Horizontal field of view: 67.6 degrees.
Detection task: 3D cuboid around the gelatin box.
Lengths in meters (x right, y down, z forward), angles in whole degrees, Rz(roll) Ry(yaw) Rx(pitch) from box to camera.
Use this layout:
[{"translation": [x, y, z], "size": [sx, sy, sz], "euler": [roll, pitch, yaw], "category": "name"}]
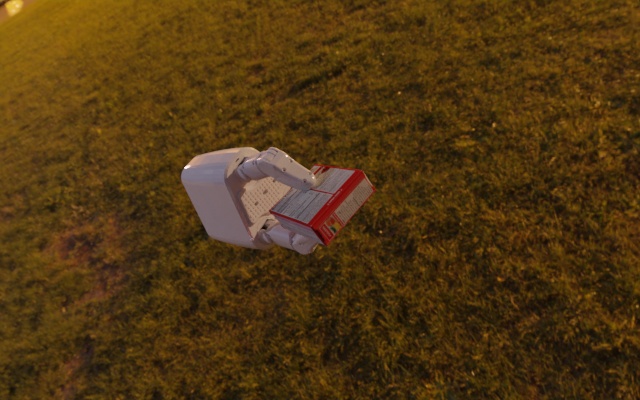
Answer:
[{"translation": [0.000, 0.001, 0.467], "size": [0.073, 0.030, 0.089], "euler": [-47, 28, -17], "category": "gelatin box"}]
